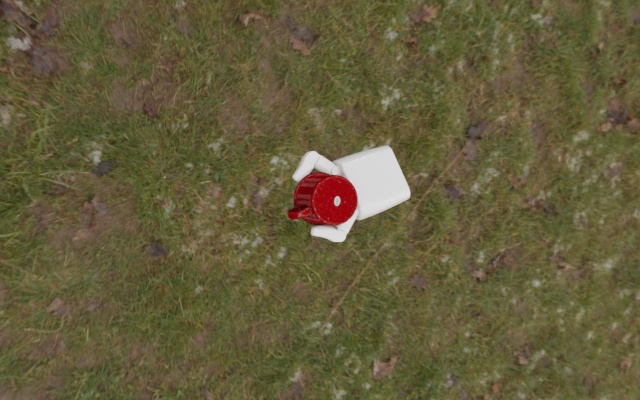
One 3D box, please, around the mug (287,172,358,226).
[{"bbox_3d":[-0.001,0.003,0.787,0.117,0.093,0.081,-22,9,-18],"label":"mug"}]
